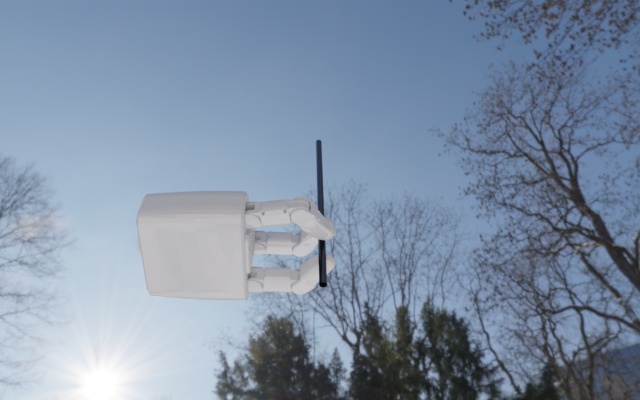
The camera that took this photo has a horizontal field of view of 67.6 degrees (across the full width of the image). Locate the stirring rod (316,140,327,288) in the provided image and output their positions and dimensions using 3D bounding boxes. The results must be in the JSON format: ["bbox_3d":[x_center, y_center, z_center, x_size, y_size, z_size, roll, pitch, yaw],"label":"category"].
[{"bbox_3d":[0.000,0.002,0.553,0.011,0.011,0.239,0,42,-2],"label":"stirring rod"}]
